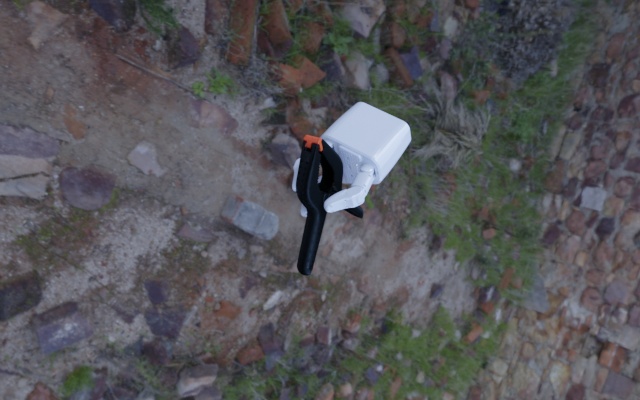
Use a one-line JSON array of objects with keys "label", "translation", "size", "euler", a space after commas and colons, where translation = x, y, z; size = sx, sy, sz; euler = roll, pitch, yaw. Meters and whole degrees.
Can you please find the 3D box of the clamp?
[{"label": "clamp", "translation": [0.001, 0.002, 0.714], "size": [0.036, 0.210, 0.164], "euler": [18, 53, 33]}]
